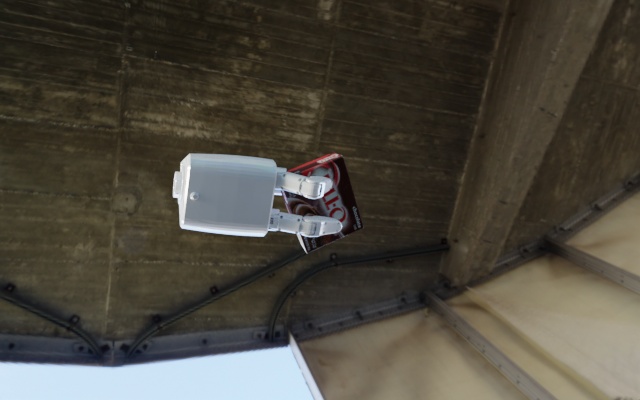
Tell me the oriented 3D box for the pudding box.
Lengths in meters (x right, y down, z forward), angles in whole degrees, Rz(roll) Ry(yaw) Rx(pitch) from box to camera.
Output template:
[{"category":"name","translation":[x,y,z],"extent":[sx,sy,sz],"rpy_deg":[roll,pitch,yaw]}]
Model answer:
[{"category":"pudding box","translation":[0.000,0.002,0.649],"extent":[0.090,0.113,0.039],"rpy_deg":[-23,23,-12]}]
